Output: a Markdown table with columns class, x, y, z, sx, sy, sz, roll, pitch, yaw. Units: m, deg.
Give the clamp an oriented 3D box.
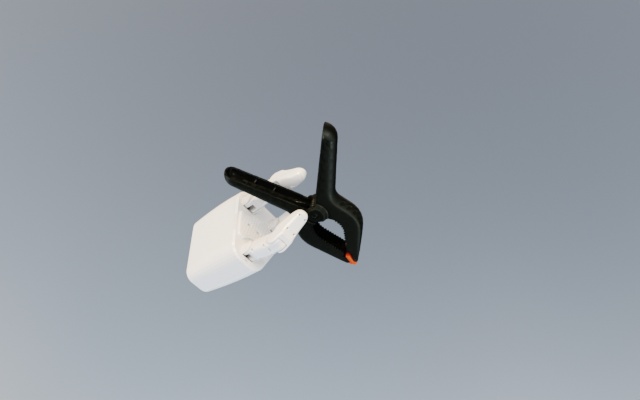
| class | x | y | z | sx | sy | sz | roll | pitch | yaw |
| --- | --- | --- | --- | --- | --- | --- | --- | --- | --- |
| clamp | 0.000 | 0.003 | 0.611 | 0.164 | 0.210 | 0.036 | -27 | 29 | 32 |
